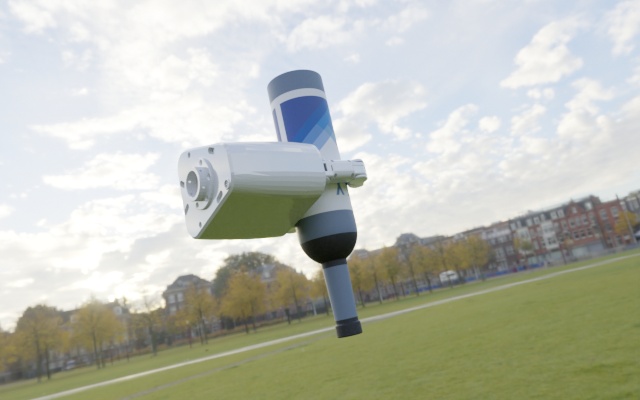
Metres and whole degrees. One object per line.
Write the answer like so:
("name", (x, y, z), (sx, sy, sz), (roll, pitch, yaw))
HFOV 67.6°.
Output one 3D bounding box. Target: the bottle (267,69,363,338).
("bottle", (0.000, 0.001, 0.534), (0.069, 0.295, 0.069), (-12, -13, -3))
